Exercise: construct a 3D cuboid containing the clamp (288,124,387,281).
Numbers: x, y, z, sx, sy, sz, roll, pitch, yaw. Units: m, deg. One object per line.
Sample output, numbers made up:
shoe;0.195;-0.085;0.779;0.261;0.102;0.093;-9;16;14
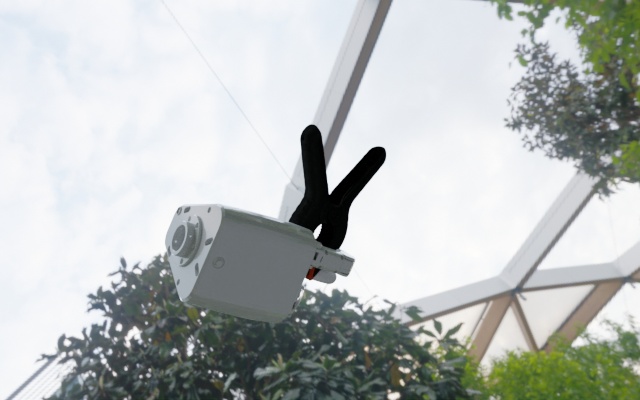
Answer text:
clamp;0.000;0.002;0.518;0.120;0.171;0.039;22;2;-38
